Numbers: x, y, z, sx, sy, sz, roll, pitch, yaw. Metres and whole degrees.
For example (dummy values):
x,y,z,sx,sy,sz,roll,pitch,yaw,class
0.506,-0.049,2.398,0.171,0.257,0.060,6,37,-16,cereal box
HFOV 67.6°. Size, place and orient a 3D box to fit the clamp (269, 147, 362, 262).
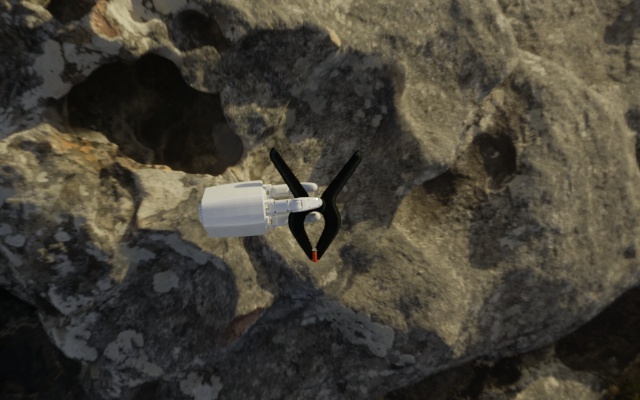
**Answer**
x,y,z,sx,sy,sz,roll,pitch,yaw,class
0.000,0.003,0.852,0.164,0.210,0.036,-6,1,-5,clamp
